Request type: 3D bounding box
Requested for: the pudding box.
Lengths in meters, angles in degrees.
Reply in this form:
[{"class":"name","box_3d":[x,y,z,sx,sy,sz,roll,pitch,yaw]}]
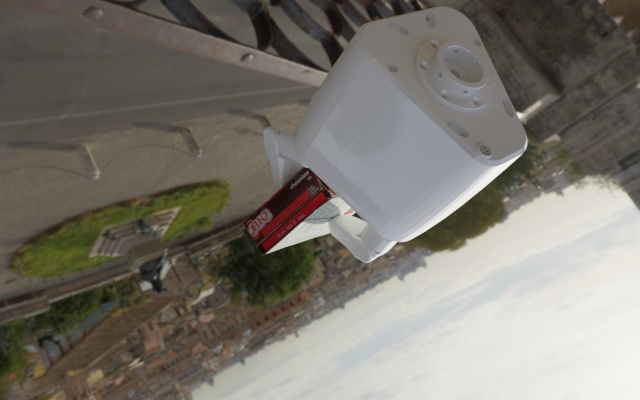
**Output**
[{"class":"pudding box","box_3d":[0.000,0.001,0.423,0.090,0.039,0.113,-39,-16,30]}]
